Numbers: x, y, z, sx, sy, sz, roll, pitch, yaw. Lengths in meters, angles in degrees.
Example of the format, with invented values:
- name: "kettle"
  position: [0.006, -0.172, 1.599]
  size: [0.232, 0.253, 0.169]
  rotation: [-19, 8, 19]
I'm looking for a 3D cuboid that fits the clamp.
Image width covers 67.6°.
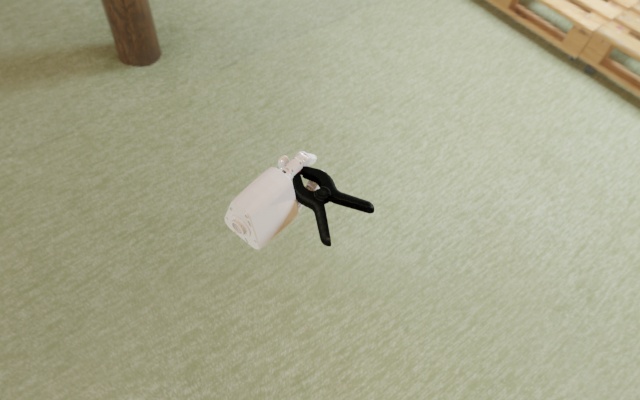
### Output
- name: "clamp"
  position: [0.000, 0.002, 0.875]
  size: [0.171, 0.120, 0.039]
  rotation: [36, -32, 17]
